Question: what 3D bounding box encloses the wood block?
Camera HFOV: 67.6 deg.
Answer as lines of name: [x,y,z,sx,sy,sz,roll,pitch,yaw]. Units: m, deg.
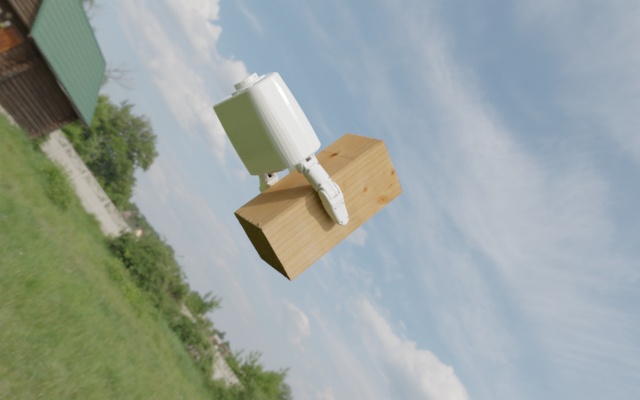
wood block: [0.000,0.002,0.657,0.206,0.090,0.091,-37,31,-19]
